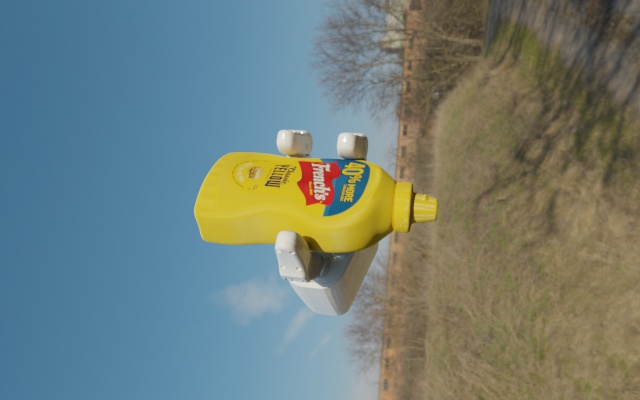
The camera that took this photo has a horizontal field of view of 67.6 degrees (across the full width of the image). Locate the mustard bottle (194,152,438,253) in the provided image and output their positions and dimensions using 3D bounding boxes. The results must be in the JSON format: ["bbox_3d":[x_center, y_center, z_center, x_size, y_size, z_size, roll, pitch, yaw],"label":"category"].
[{"bbox_3d":[0.000,0.001,0.402,0.191,0.058,0.096,4,37,13],"label":"mustard bottle"}]
